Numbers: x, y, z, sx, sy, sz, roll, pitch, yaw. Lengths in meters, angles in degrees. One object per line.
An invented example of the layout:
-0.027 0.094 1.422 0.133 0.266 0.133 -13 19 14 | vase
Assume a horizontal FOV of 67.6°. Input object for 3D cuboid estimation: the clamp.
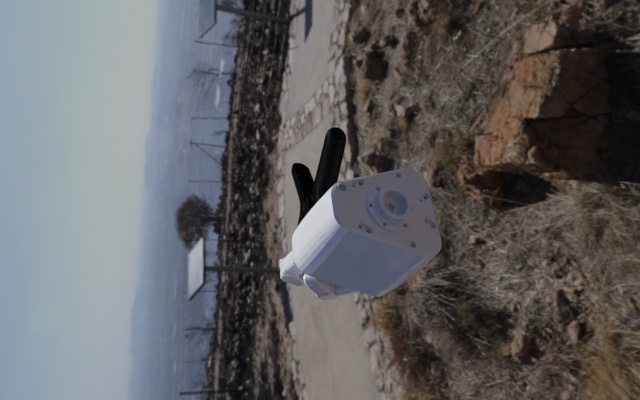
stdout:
-0.001 0.002 0.559 0.039 0.171 0.120 4 -29 -21 | clamp
